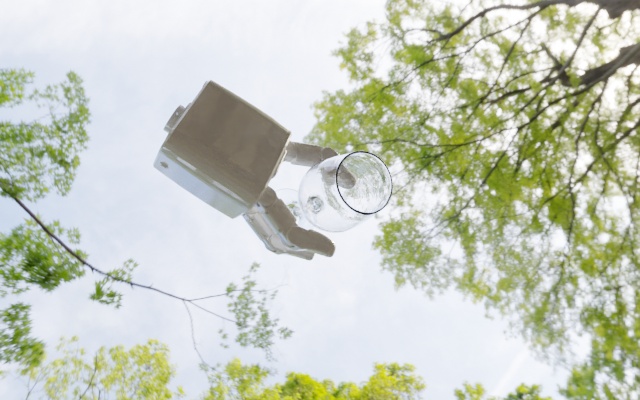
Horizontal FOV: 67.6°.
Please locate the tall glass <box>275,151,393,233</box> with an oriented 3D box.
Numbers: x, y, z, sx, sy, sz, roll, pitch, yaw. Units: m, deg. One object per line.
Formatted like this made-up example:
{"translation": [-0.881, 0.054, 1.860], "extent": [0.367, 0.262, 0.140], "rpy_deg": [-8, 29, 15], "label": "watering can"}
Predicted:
{"translation": [0.000, 0.002, 0.534], "extent": [0.079, 0.079, 0.201], "rpy_deg": [0, -11, -26], "label": "tall glass"}
